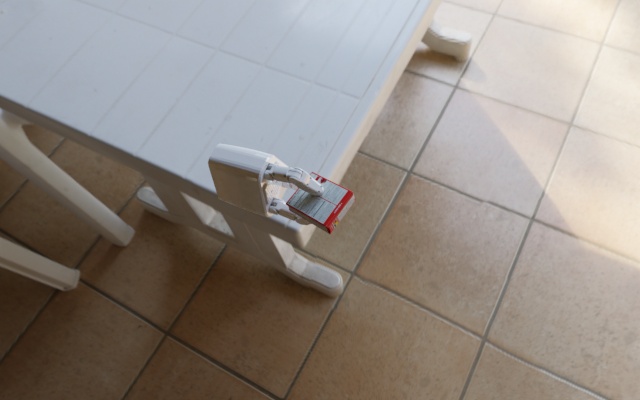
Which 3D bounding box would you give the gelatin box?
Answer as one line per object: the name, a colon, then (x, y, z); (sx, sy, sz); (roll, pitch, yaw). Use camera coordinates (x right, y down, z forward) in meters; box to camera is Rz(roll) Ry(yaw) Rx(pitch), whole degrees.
gelatin box: (0.000, 0.002, 0.775); (0.089, 0.073, 0.030); (28, -20, 29)
